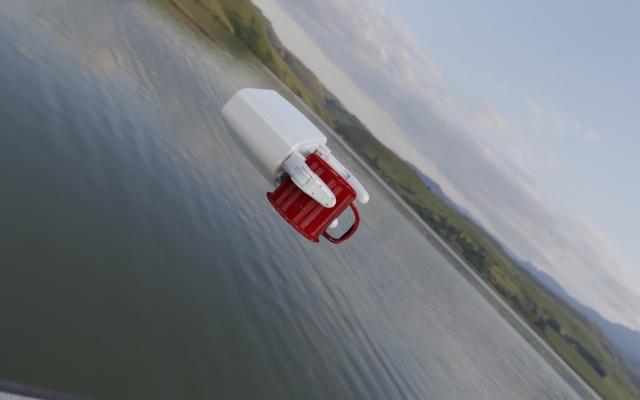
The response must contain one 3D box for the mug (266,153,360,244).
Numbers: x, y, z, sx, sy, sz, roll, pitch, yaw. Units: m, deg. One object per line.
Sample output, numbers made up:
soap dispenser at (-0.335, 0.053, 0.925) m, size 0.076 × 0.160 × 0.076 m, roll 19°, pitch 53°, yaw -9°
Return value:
mug at (0.001, 0.003, 0.610) m, size 0.117 × 0.081 × 0.093 m, roll 45°, pitch 6°, yaw 8°
